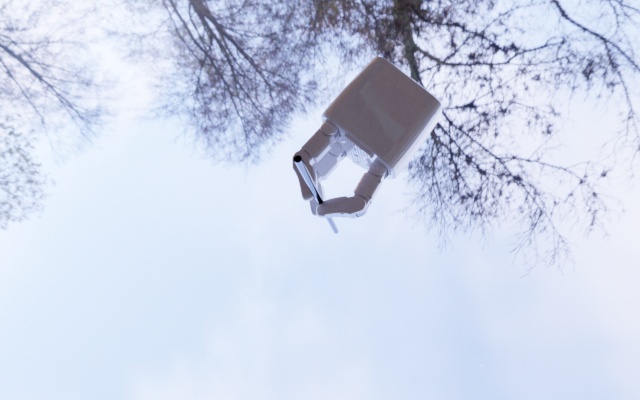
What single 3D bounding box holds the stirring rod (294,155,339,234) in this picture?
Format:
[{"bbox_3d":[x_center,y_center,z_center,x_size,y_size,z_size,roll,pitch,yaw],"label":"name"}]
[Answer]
[{"bbox_3d":[0.000,0.002,0.569,0.011,0.011,0.240,0,-20,11],"label":"stirring rod"}]
